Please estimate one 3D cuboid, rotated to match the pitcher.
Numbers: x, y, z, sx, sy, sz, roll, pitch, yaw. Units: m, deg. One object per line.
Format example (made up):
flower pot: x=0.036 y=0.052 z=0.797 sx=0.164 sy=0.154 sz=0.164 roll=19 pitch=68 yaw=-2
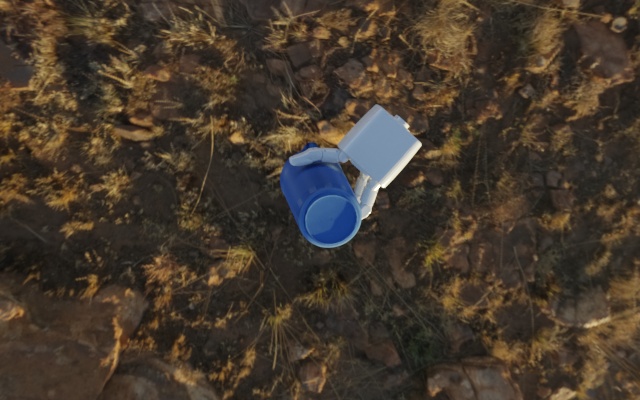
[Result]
pitcher: x=0.000 y=0.003 z=0.896 sx=0.149 sy=0.145 sz=0.242 roll=42 pitch=8 yaw=-19
